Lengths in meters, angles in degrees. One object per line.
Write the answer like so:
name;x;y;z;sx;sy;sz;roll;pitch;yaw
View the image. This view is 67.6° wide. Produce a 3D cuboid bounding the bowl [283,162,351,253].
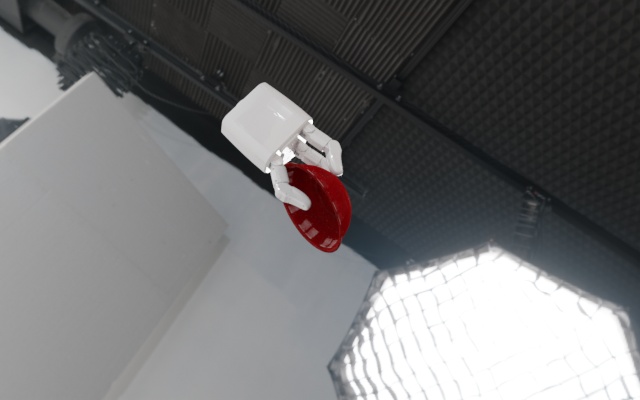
bowl;0.001;0.004;0.781;0.055;0.162;0.162;-29;15;-28
